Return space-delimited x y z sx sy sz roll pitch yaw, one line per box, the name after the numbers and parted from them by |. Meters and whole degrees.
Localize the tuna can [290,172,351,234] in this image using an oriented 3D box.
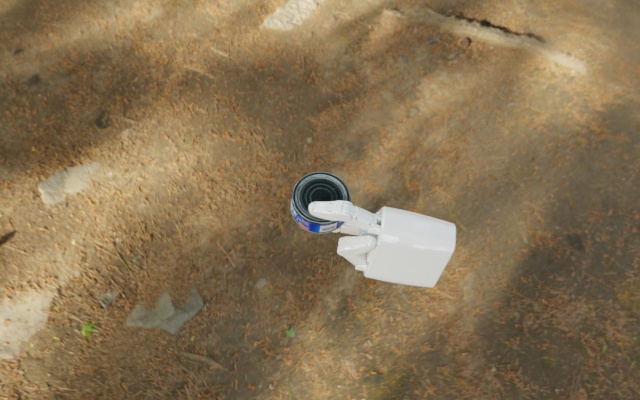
0.000 0.002 0.684 0.086 0.086 0.034 0 -27 -5 | tuna can
